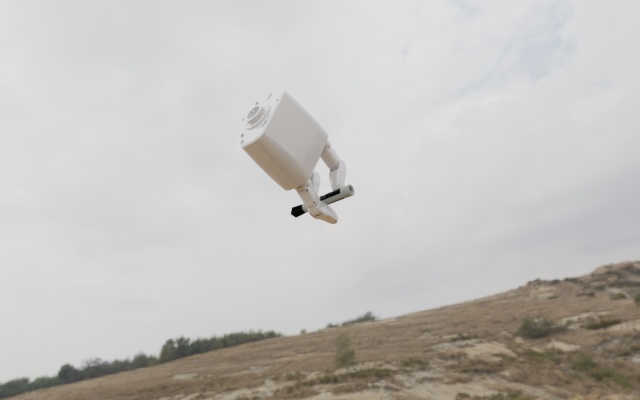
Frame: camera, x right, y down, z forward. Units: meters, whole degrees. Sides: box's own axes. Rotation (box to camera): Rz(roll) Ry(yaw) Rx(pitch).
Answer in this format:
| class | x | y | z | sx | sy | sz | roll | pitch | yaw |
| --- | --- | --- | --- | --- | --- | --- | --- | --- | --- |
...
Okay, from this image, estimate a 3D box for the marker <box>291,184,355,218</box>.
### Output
| class | x | y | z | sx | sy | sz | roll | pitch | yaw |
| --- | --- | --- | --- | --- | --- | --- | --- | --- | --- |
| marker | 0.000 | 0.002 | 0.764 | 0.121 | 0.020 | 0.020 | -22 | -12 | 32 |
